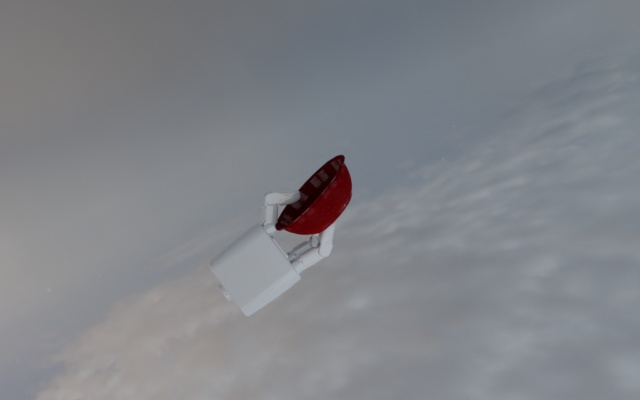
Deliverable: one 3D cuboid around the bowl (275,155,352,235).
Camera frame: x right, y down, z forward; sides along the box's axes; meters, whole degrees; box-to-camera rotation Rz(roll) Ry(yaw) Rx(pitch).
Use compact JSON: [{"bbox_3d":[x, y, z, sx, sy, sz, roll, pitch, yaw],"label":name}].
[{"bbox_3d":[0.001,0.002,0.775,0.055,0.162,0.162,42,-11,-13],"label":"bowl"}]
